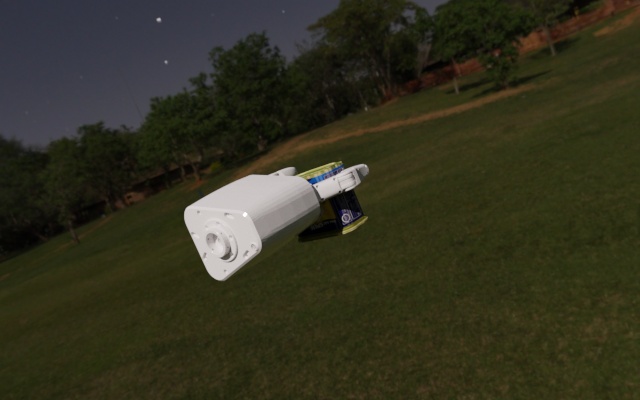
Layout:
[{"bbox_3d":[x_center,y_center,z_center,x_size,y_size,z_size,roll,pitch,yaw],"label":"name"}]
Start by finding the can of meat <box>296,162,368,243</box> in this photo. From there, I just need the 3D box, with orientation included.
[{"bbox_3d":[0.000,0.002,0.624,0.102,0.084,0.057,-15,10,44],"label":"can of meat"}]
